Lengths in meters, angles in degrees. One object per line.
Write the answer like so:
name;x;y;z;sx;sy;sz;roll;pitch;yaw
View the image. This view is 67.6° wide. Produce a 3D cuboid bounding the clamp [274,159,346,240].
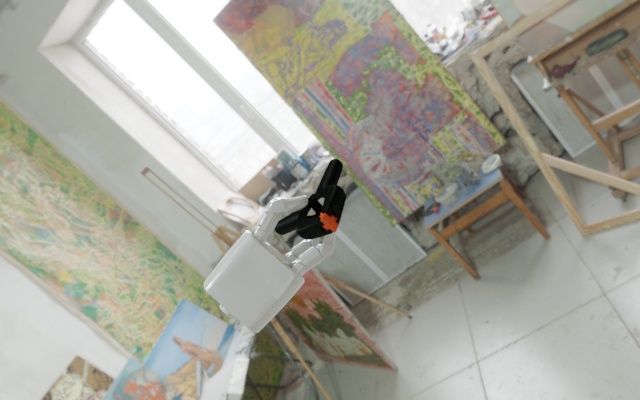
clamp;-0.001;0.002;0.743;0.036;0.164;0.210;40;-5;-15
